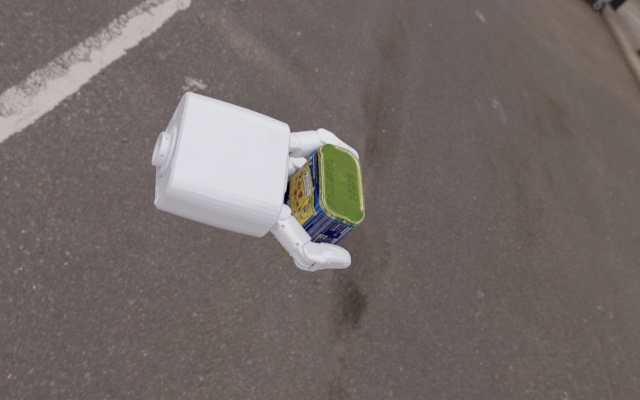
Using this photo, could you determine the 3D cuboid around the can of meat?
[{"bbox_3d":[0.000,0.002,0.504,0.057,0.102,0.084,19,-42,-26],"label":"can of meat"}]
